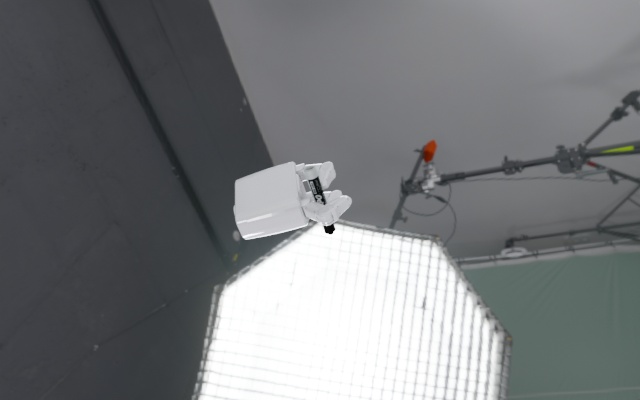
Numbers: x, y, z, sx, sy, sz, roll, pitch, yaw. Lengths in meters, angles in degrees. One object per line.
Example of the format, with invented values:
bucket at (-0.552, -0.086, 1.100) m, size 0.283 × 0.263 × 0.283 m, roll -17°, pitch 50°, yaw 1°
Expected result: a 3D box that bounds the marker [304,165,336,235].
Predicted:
marker at (0.000, 0.002, 0.737) m, size 0.020 × 0.121 × 0.020 m, roll -14°, pitch 28°, yaw 8°
